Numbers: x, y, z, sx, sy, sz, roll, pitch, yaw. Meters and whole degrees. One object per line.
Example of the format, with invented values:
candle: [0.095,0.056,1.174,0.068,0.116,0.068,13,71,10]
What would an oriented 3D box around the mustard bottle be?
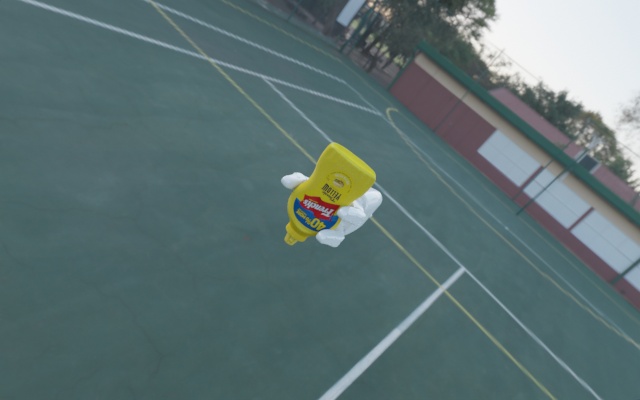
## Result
mustard bottle: [0.000,0.003,0.809,0.096,0.192,0.058,36,20,-9]
